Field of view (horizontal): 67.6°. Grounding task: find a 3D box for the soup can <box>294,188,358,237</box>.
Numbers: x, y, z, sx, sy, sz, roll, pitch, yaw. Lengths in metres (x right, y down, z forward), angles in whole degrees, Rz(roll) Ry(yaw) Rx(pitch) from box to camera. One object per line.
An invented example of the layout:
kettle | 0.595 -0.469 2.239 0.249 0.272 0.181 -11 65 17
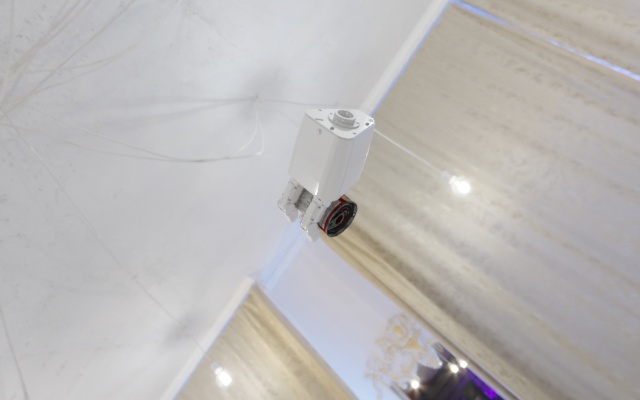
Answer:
soup can | 0.000 0.003 0.772 0.102 0.068 0.068 39 22 29
